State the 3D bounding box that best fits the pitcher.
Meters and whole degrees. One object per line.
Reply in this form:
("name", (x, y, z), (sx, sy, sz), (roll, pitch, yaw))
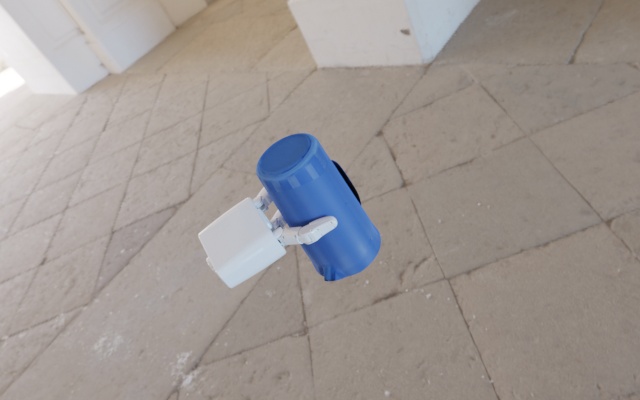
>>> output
("pitcher", (0.000, 0.003, 0.800), (0.145, 0.243, 0.149), (-34, 36, -3))
